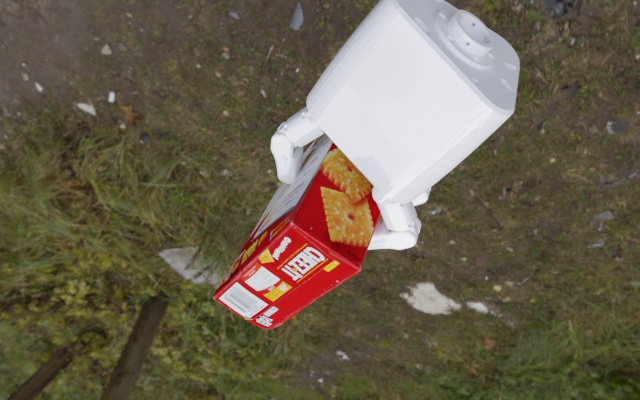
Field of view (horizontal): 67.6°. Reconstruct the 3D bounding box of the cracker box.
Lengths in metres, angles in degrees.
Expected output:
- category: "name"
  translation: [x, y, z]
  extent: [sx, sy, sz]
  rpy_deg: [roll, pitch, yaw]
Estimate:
- category: "cracker box"
  translation: [0.000, 0.002, 0.460]
  extent: [0.072, 0.213, 0.164]
  rpy_deg: [36, -43, -10]
